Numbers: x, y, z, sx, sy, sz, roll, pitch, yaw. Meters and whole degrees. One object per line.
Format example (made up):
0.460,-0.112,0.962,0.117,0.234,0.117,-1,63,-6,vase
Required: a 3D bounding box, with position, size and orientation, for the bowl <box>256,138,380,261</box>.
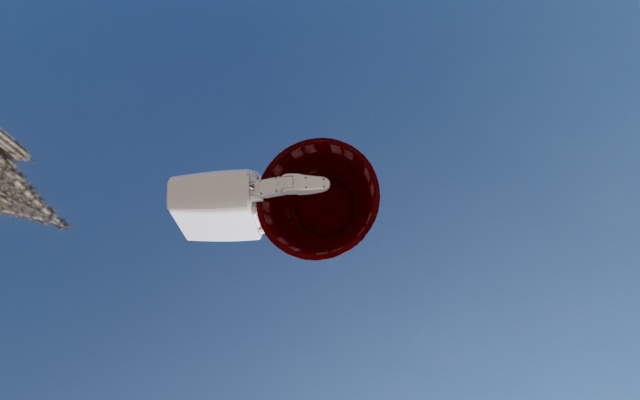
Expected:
0.001,0.002,0.629,0.162,0.162,0.055,0,-15,13,bowl
